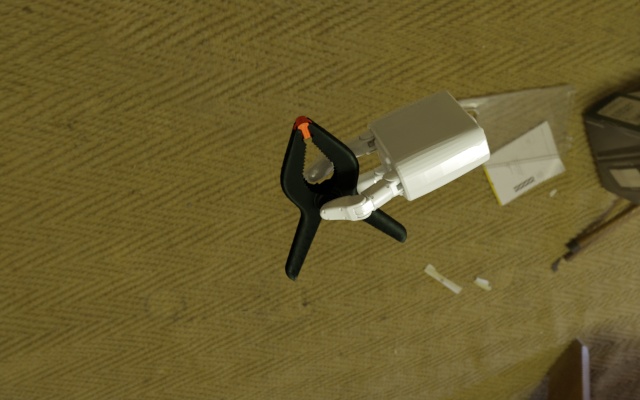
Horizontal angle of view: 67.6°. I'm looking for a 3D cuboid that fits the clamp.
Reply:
[{"bbox_3d":[0.000,0.002,0.577,0.164,0.210,0.036,-26,29,2],"label":"clamp"}]
